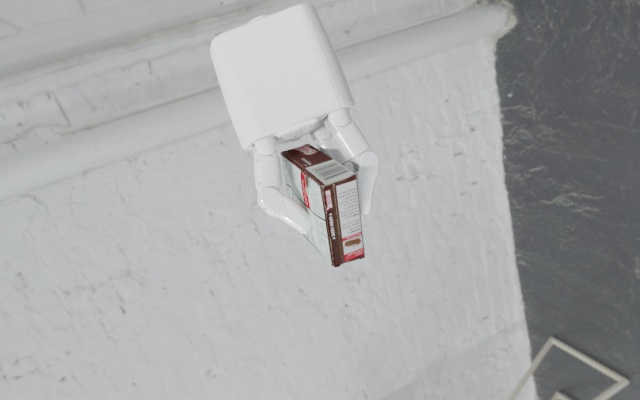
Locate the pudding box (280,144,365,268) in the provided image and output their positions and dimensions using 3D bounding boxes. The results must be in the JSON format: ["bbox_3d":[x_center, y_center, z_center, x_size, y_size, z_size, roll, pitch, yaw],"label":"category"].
[{"bbox_3d":[0.000,0.002,0.481,0.039,0.090,0.113,-18,27,-17],"label":"pudding box"}]
